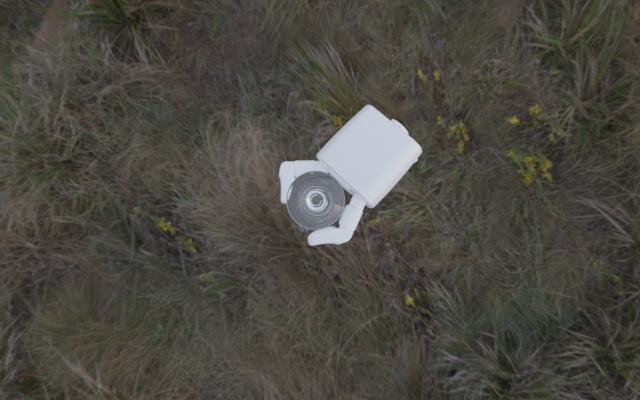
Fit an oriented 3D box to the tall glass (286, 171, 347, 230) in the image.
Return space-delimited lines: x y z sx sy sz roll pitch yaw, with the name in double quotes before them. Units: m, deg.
"tall glass" 0.000 0.002 0.698 0.079 0.079 0.201 0 -2 3
